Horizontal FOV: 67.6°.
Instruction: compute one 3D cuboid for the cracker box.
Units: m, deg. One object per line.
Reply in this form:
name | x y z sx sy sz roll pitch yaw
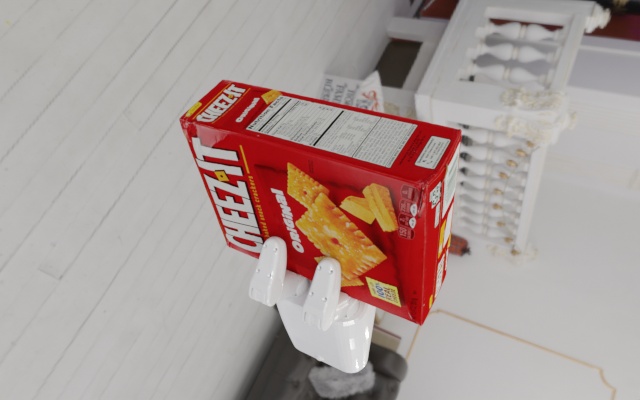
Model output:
cracker box | 0.000 0.001 0.407 0.213 0.164 0.072 17 49 25
